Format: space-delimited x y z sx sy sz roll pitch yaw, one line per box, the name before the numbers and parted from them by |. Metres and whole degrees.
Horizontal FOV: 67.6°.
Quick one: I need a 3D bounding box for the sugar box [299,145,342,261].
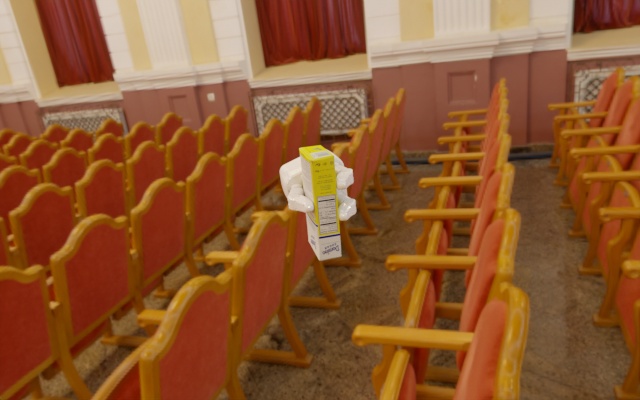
sugar box | 0.001 0.002 0.809 0.048 0.176 0.093 -11 20 -10
